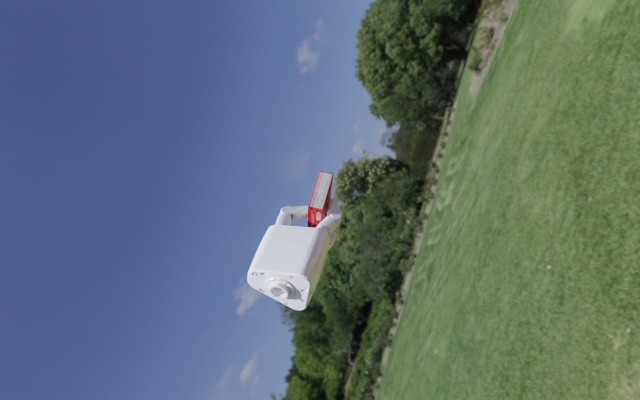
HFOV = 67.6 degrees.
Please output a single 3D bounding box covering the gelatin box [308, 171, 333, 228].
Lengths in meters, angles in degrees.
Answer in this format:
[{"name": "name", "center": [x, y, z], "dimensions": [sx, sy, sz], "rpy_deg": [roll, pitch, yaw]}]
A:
[{"name": "gelatin box", "center": [0.000, 0.003, 0.878], "dimensions": [0.030, 0.089, 0.073], "rpy_deg": [12, -35, 5]}]
